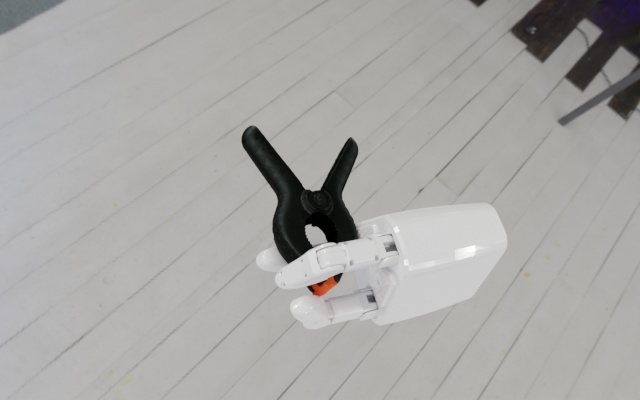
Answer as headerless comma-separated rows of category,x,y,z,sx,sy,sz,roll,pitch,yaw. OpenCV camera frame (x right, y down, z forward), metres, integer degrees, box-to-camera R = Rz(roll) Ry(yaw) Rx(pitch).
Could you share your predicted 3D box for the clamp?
clamp,0.000,0.001,0.446,0.120,0.171,0.039,-8,-23,-22
